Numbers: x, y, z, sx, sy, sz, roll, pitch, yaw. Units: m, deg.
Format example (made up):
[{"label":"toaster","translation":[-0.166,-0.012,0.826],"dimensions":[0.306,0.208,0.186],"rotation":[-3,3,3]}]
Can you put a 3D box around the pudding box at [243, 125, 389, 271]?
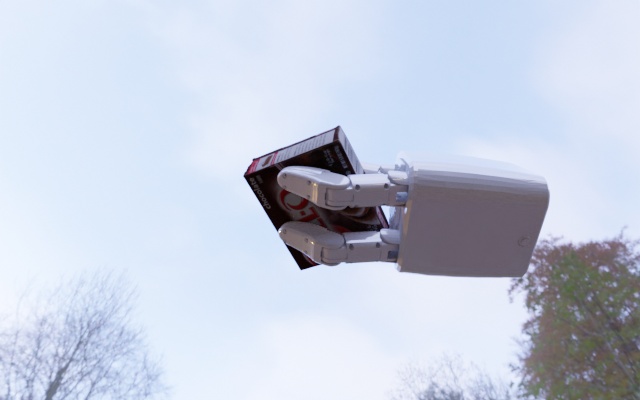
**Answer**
[{"label":"pudding box","translation":[0.000,0.001,0.420],"dimensions":[0.090,0.113,0.039],"rotation":[-19,26,18]}]
